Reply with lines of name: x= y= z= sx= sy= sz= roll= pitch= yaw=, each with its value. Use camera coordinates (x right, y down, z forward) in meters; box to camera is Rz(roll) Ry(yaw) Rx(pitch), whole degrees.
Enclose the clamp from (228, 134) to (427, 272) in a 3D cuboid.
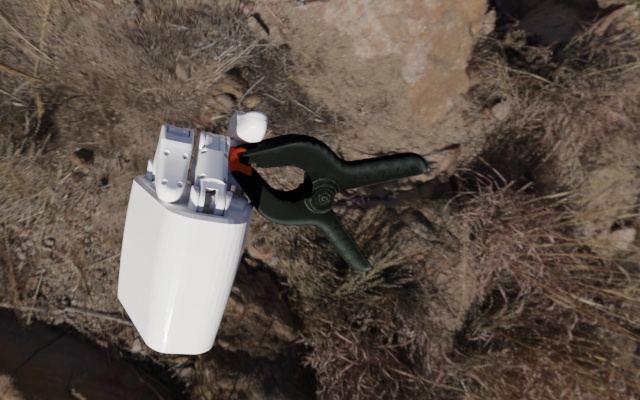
clamp: x=0.000 y=0.001 z=0.409 sx=0.171 sy=0.120 sz=0.039 roll=11 pitch=15 yaw=-19
